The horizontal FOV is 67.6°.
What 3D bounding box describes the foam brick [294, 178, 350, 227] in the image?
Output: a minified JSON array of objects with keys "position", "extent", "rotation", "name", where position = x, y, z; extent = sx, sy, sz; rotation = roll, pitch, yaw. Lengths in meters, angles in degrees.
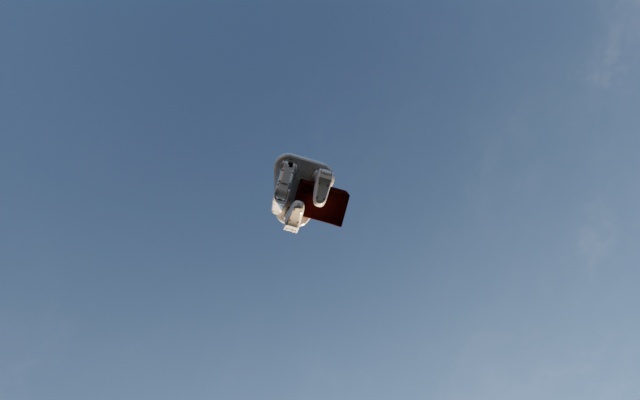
[{"position":[0.000,0.003,0.739],"extent":[0.078,0.053,0.051],"rotation":[16,7,-6],"name":"foam brick"}]
